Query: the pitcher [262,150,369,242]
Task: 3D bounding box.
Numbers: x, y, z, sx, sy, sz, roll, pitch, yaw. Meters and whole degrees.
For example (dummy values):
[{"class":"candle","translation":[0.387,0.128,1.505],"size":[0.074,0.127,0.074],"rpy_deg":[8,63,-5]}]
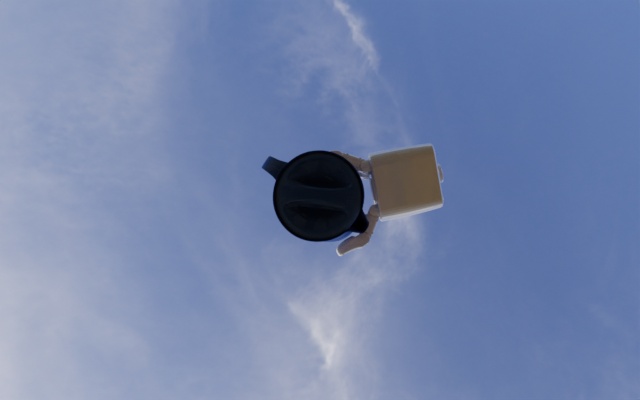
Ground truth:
[{"class":"pitcher","translation":[0.000,0.003,0.796],"size":[0.145,0.149,0.243],"rpy_deg":[-13,-9,4]}]
